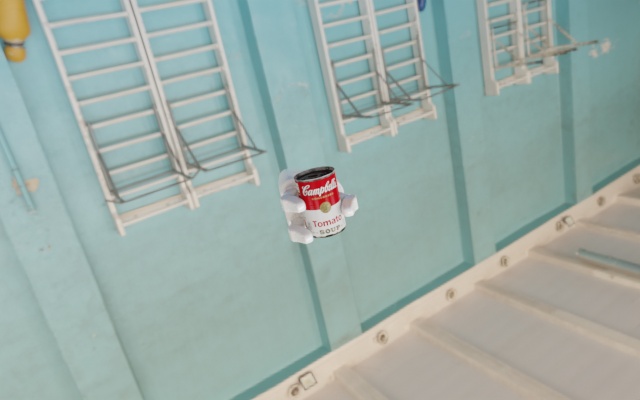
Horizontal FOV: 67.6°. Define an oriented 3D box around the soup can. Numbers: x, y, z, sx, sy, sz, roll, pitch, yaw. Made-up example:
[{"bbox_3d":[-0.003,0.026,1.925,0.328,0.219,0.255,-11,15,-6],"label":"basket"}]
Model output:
[{"bbox_3d":[0.000,0.003,0.786,0.068,0.102,0.068,-11,18,4],"label":"soup can"}]
